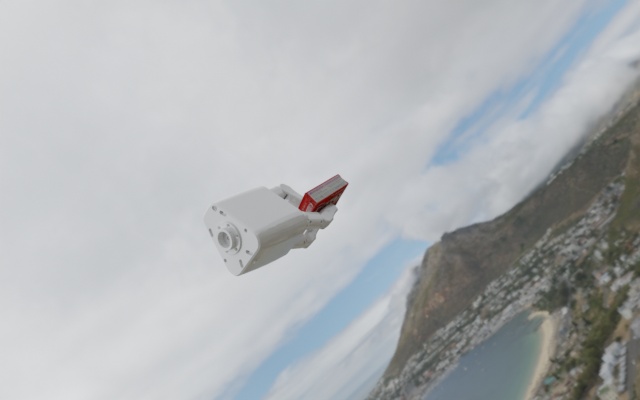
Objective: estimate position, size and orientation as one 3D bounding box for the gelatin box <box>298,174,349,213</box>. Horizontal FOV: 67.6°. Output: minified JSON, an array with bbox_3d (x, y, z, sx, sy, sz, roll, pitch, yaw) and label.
[{"bbox_3d":[0.000,0.002,0.811,0.089,0.030,0.073,-33,-20,-41],"label":"gelatin box"}]
